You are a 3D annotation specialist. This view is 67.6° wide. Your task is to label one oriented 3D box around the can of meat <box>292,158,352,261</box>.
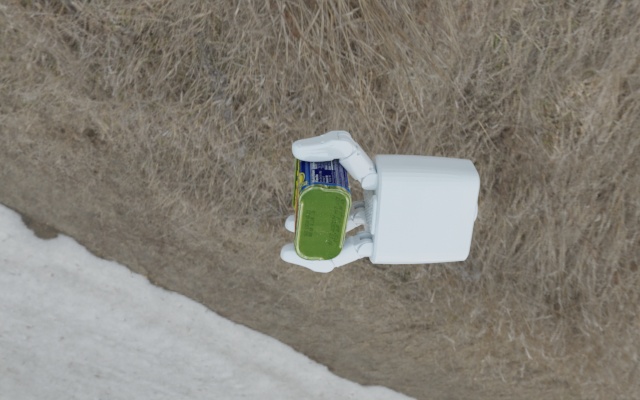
[{"bbox_3d":[0.000,0.002,0.509,0.057,0.102,0.084,3,37,-5],"label":"can of meat"}]
